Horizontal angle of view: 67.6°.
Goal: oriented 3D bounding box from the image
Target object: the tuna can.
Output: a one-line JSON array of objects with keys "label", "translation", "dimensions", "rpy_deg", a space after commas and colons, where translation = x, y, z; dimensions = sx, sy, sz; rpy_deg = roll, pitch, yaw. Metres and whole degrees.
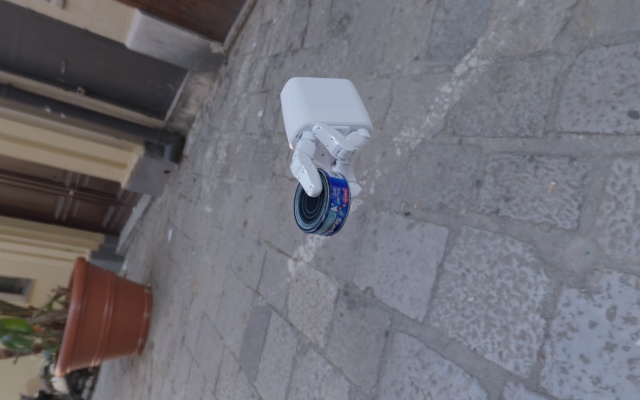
[{"label": "tuna can", "translation": [0.000, 0.002, 0.612], "dimensions": [0.034, 0.086, 0.086], "rpy_deg": [10, -6, -33]}]
